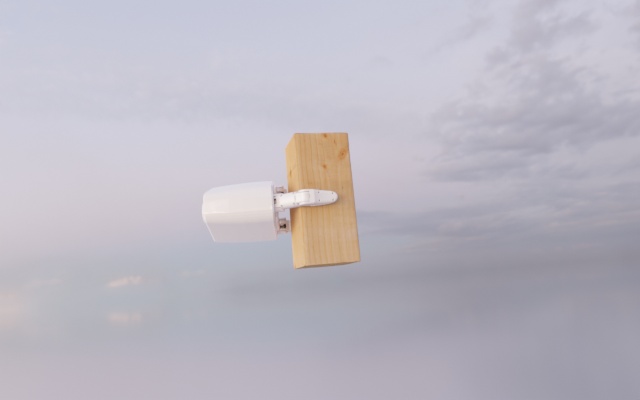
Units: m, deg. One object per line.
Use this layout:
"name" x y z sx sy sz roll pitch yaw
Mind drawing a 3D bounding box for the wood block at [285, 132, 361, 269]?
"wood block" 0.000 0.002 0.773 0.090 0.206 0.091 -3 -10 -15
